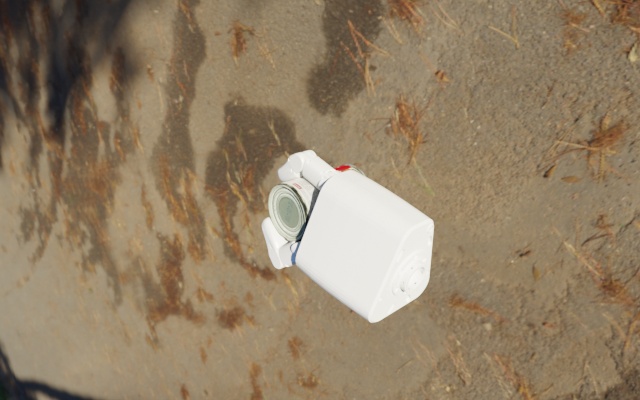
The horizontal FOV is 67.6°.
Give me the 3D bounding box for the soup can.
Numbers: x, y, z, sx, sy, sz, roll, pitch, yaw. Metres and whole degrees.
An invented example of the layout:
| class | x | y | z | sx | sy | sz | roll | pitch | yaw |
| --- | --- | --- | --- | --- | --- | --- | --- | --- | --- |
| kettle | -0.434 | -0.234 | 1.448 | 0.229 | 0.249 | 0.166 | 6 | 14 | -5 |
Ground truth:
| class | x | y | z | sx | sy | sz | roll | pitch | yaw |
| --- | --- | --- | --- | --- | --- | --- | --- | --- | --- |
| soup can | 0.000 | 0.002 | 0.547 | 0.102 | 0.068 | 0.068 | -19 | 12 | -39 |
